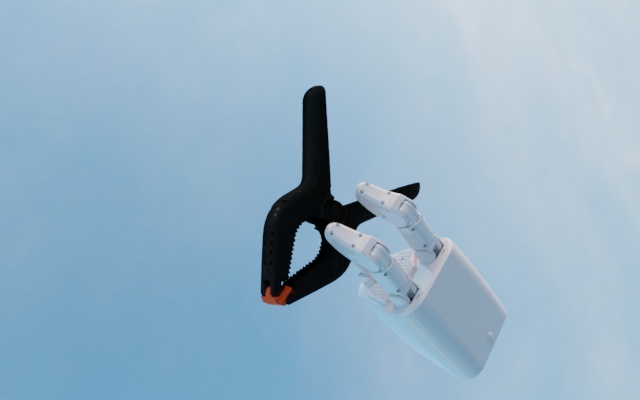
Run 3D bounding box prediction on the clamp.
[{"bbox_3d":[-0.001,0.002,0.457,0.210,0.164,0.036,-52,18,-28],"label":"clamp"}]
